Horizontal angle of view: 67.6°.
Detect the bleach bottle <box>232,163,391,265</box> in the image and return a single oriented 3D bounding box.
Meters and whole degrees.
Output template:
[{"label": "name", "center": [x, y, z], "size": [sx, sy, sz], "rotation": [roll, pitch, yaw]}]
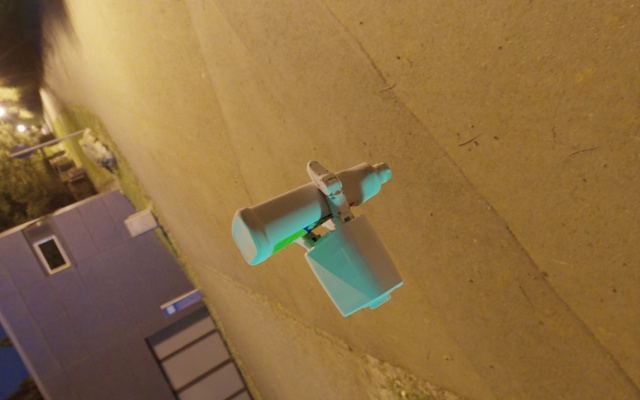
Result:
[{"label": "bleach bottle", "center": [0.000, 0.002, 0.681], "size": [0.251, 0.068, 0.103], "rotation": [-27, -12, -24]}]
